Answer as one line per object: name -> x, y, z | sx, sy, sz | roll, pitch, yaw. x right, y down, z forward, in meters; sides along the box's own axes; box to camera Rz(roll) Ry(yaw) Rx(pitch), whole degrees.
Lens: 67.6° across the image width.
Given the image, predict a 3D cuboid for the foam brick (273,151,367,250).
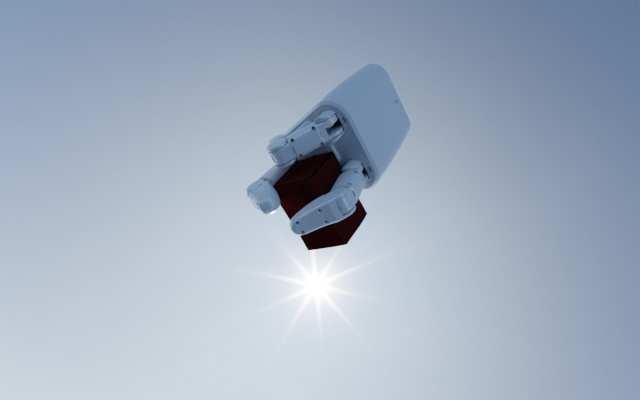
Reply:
foam brick -> 0.000, 0.002, 0.469 | 0.053, 0.078, 0.051 | -11, 28, 40
